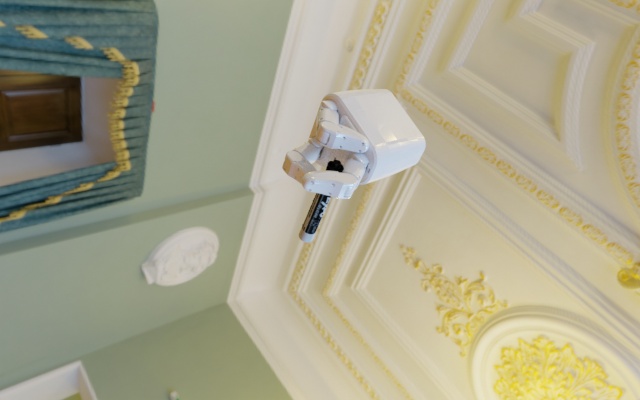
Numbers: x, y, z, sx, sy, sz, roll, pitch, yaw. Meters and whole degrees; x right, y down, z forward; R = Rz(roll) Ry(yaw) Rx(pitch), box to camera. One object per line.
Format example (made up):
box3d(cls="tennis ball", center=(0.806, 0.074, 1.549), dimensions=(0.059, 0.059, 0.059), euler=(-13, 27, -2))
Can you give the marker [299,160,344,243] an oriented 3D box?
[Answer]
box3d(cls="marker", center=(0.000, 0.002, 0.555), dimensions=(0.020, 0.121, 0.020), euler=(14, 39, -11))
